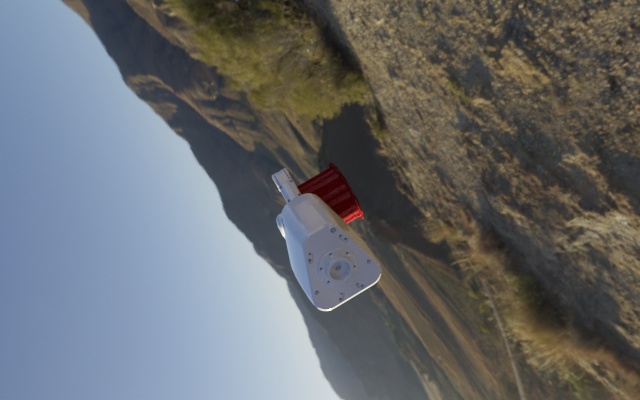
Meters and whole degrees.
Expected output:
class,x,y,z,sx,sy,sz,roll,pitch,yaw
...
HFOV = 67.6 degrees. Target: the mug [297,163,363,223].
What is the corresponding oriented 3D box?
class,x,y,z,sx,sy,sz,roll,pitch,yaw
mug,0.000,0.002,0.696,0.081,0.093,0.117,-30,22,-5
